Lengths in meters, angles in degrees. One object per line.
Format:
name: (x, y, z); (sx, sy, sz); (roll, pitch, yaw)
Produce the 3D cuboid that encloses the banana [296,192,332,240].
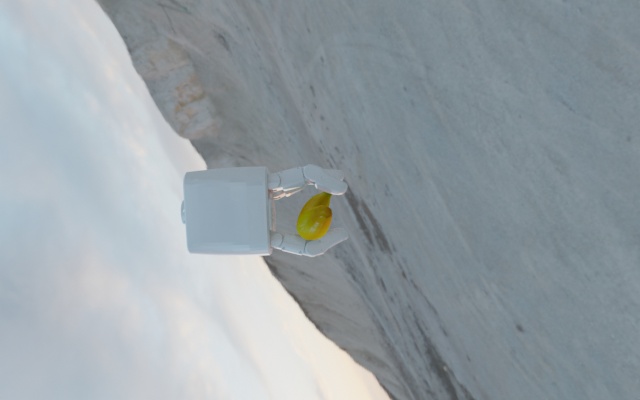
banana: (-0.007, 0.018, 0.623); (0.037, 0.069, 0.197); (23, 12, -3)
